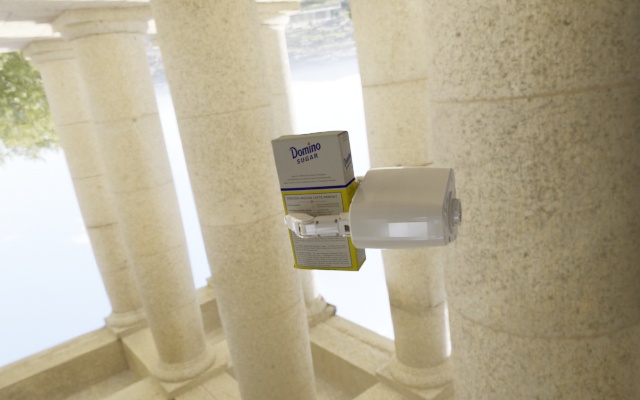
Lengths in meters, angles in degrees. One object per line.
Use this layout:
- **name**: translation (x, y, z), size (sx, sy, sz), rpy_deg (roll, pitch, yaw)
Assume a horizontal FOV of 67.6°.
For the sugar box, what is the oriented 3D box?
- **sugar box**: translation (0.000, 0.002, 0.608), size (0.093, 0.176, 0.048), rpy_deg (-1, 16, 23)
